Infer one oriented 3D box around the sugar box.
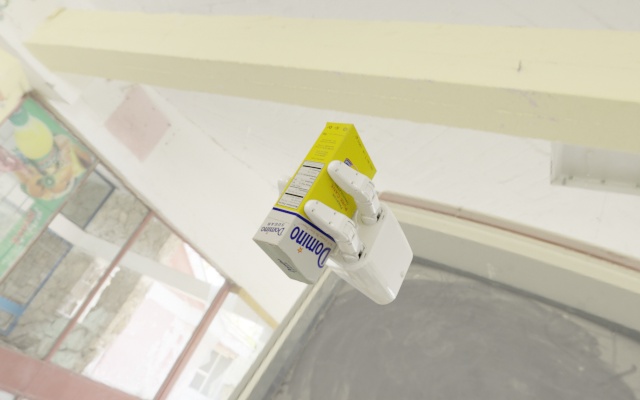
[{"bbox_3d":[0.001,0.002,0.564,0.048,0.176,0.093,10,-30,36],"label":"sugar box"}]
